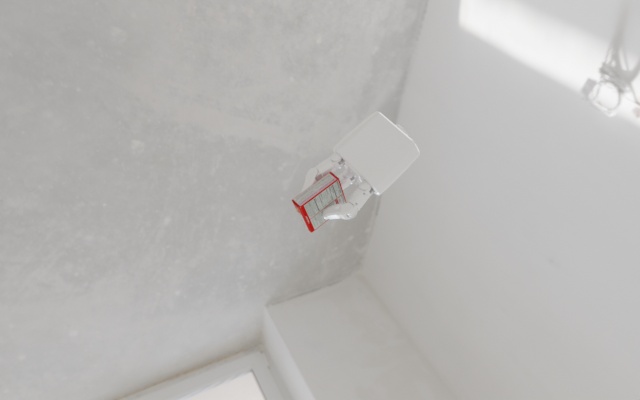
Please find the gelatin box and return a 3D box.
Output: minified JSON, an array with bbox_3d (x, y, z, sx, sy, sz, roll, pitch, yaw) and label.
[{"bbox_3d":[0.000,0.003,0.843,0.089,0.073,0.030,-38,49,-14],"label":"gelatin box"}]
